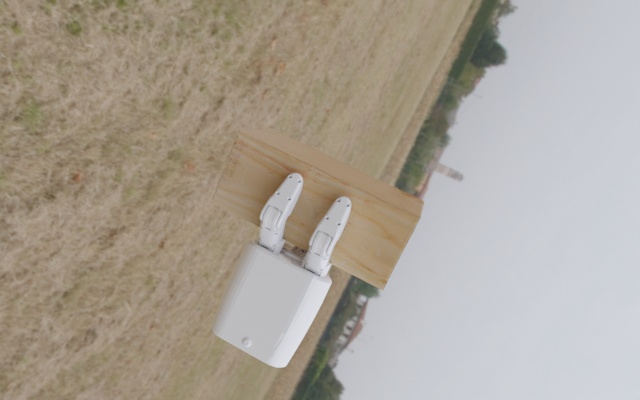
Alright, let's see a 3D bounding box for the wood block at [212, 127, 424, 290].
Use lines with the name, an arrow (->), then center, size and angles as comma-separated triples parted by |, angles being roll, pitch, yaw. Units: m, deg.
wood block -> 0.000, 0.002, 0.532 | 0.206, 0.090, 0.091 | 26, 15, 9
